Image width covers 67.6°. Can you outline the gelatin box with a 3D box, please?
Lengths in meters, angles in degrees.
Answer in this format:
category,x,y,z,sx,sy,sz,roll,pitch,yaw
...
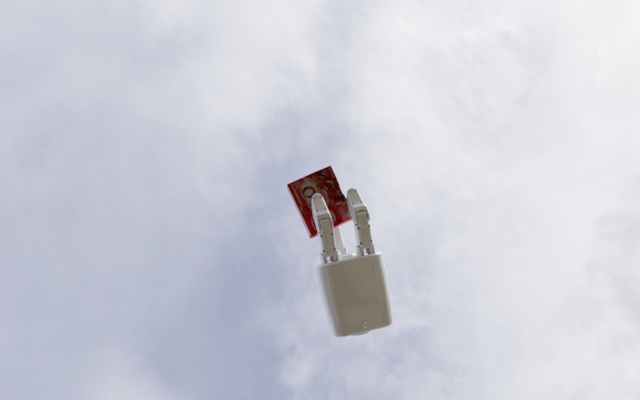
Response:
category,x,y,z,sx,sy,sz,roll,pitch,yaw
gelatin box,0.000,0.002,0.718,0.073,0.089,0.030,-24,-6,-9
